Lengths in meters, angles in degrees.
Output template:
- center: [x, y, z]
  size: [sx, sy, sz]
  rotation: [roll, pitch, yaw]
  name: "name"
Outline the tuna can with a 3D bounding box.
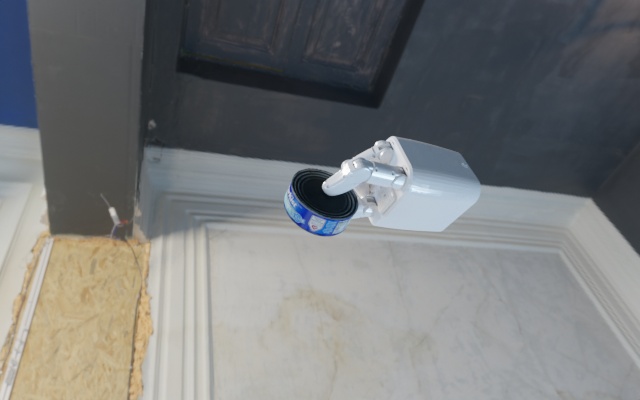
- center: [0.000, 0.002, 0.573]
  size: [0.086, 0.034, 0.086]
  rotation: [17, 38, -14]
  name: "tuna can"
